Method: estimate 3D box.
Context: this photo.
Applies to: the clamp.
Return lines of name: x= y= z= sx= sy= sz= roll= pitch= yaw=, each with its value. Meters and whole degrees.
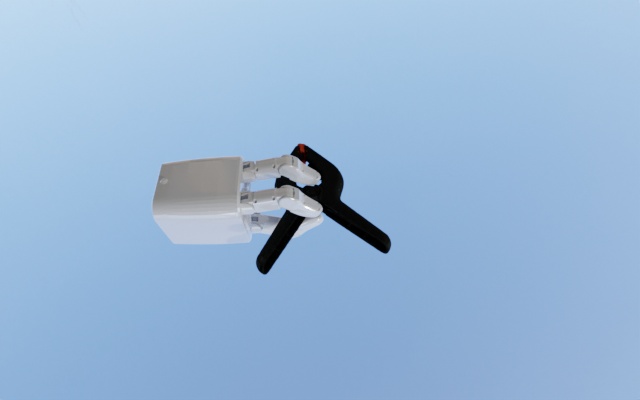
clamp: x=0.000 y=0.002 z=0.634 sx=0.164 sy=0.209 sz=0.036 roll=-3 pitch=-42 yaw=-1
